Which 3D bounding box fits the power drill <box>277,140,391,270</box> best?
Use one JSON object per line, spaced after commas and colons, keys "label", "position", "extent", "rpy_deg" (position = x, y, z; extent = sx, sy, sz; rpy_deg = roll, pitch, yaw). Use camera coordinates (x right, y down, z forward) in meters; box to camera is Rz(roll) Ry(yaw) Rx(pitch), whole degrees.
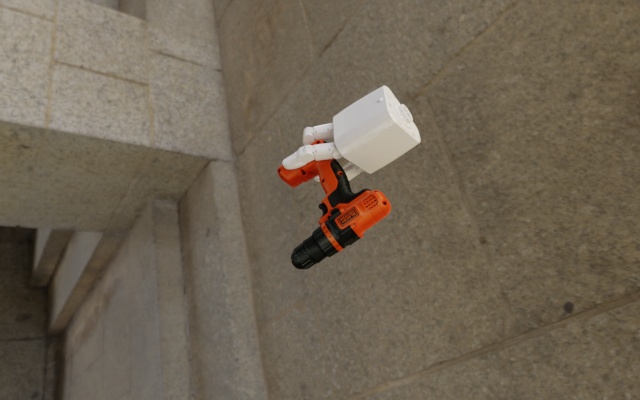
{"label": "power drill", "position": [0.000, 0.002, 0.802], "extent": [0.184, 0.187, 0.057], "rpy_deg": [-35, -31, 4]}
